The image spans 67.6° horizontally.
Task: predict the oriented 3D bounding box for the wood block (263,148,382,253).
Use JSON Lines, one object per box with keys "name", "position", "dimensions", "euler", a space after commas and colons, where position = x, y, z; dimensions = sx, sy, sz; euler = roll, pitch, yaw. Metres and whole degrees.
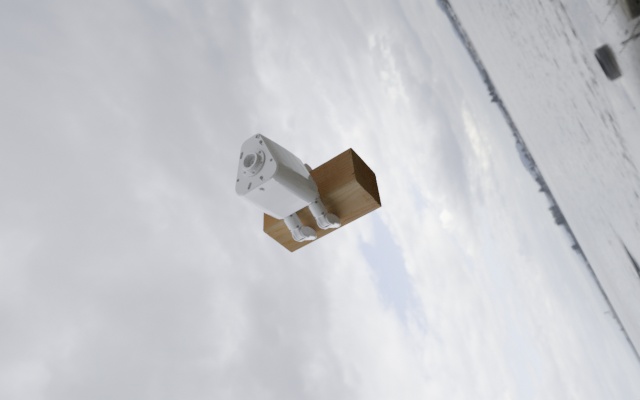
{"name": "wood block", "position": [0.000, 0.003, 0.894], "dimensions": [0.206, 0.090, 0.090], "euler": [-28, -48, 24]}
